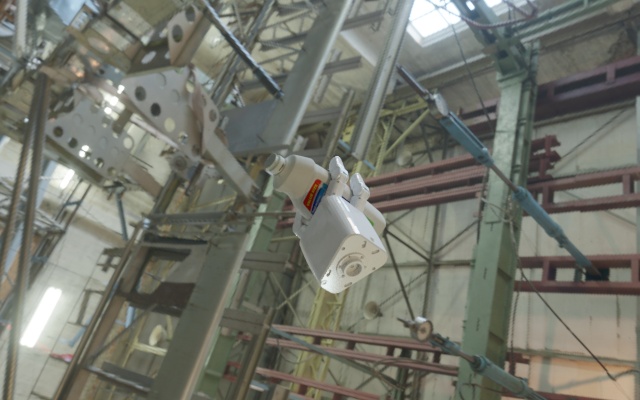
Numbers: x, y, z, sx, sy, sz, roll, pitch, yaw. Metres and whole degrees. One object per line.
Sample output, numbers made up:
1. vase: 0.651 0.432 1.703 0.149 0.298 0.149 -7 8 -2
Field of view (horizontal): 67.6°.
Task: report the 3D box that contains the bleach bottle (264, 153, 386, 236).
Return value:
1. bleach bottle: 0.000 0.003 0.829 0.251 0.102 0.068 35 15 -33
